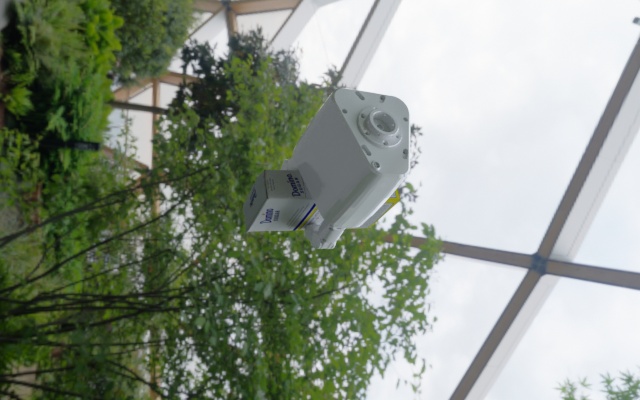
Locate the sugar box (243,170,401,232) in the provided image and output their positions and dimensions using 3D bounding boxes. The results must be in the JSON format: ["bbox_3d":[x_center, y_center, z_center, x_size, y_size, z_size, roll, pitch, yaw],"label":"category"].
[{"bbox_3d":[0.000,0.001,0.600,0.176,0.048,0.093,3,-29,-24],"label":"sugar box"}]
